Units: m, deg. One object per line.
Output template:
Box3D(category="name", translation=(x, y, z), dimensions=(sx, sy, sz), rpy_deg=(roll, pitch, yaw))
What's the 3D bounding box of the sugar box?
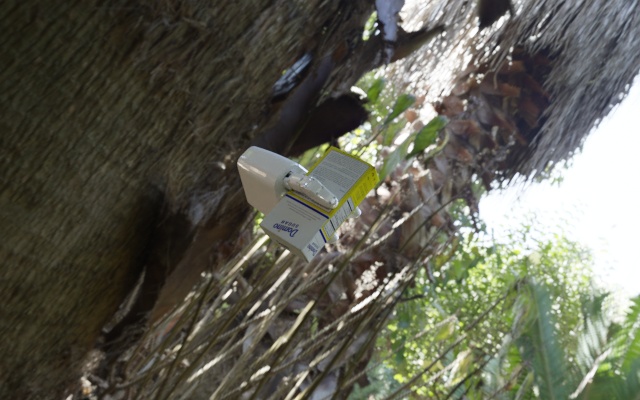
Box3D(category="sugar box", translation=(0.000, 0.003, 0.727), dimensions=(0.093, 0.176, 0.048), rpy_deg=(29, -21, 36))
